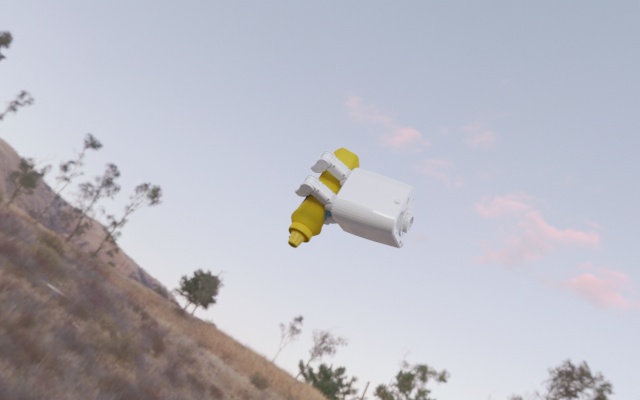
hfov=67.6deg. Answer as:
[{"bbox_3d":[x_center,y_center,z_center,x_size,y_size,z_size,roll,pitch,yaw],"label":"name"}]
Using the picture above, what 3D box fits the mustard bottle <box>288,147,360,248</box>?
[{"bbox_3d":[0.000,0.002,0.822,0.058,0.191,0.096,31,-29,3],"label":"mustard bottle"}]
